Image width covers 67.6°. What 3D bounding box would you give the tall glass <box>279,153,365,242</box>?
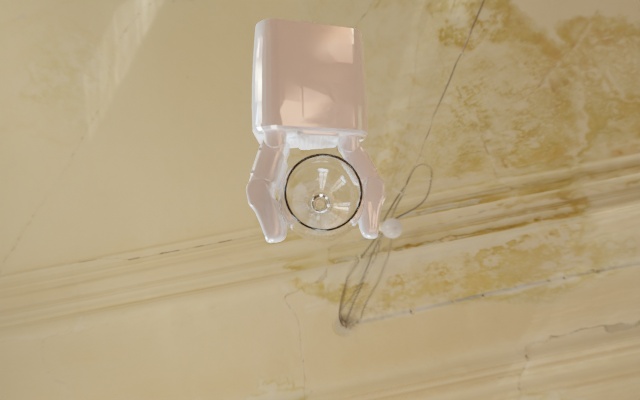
[{"bbox_3d":[0.000,0.002,0.472,0.079,0.079,0.201,0,-4,-1],"label":"tall glass"}]
